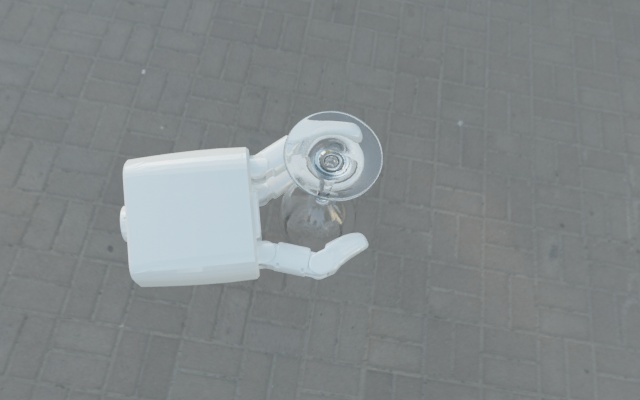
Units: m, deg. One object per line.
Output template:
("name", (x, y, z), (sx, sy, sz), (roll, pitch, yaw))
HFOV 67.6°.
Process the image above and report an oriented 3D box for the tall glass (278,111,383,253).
("tall glass", (0.000, 0.001, 0.444), (0.079, 0.079, 0.201), (0, -21, -5))
